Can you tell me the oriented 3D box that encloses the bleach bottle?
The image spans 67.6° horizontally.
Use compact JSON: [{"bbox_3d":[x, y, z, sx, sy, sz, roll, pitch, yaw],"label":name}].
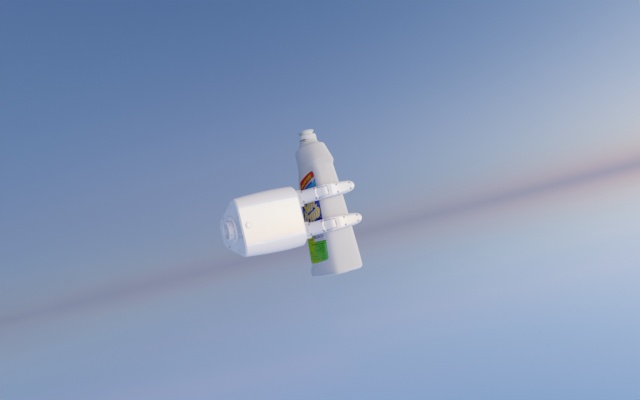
[{"bbox_3d":[0.000,0.003,0.833,0.068,0.251,0.102,-11,-5,-30],"label":"bleach bottle"}]
